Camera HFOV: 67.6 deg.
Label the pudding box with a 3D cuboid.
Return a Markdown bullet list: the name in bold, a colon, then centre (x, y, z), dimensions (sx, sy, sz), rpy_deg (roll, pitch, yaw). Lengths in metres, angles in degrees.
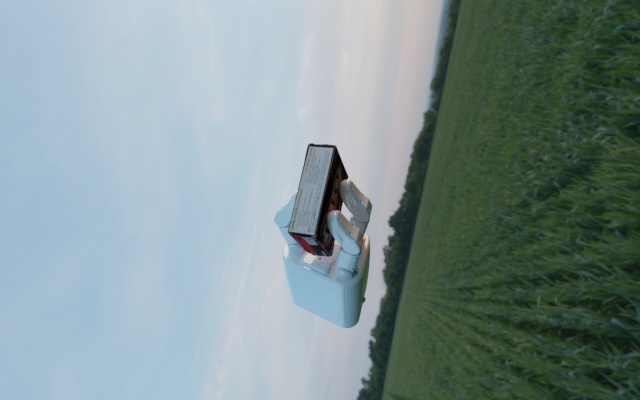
- **pudding box**: centre (0.000, 0.002, 0.567), dimensions (0.039, 0.113, 0.090), rpy_deg (6, -18, 14)
